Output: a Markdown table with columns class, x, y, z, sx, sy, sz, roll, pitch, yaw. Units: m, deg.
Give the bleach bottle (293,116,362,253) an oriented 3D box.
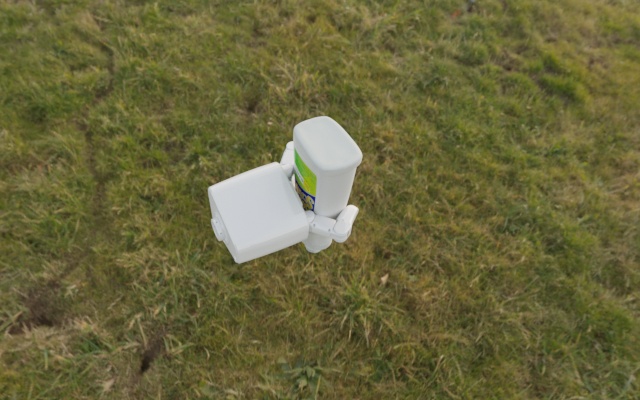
| class | x | y | z | sx | sy | sz | roll | pitch | yaw |
| --- | --- | --- | --- | --- | --- | --- | --- | --- | --- |
| bleach bottle | 0.000 | 0.002 | 0.707 | 0.068 | 0.102 | 0.251 | -21 | -35 | -20 |
